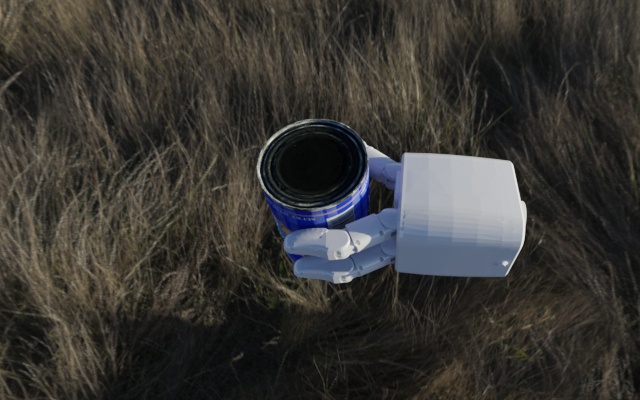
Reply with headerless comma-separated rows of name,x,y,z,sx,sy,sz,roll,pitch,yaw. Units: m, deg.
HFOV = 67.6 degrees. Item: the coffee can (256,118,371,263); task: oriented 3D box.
coffee can,0.000,0.002,0.487,0.103,0.102,0.140,0,-32,8
